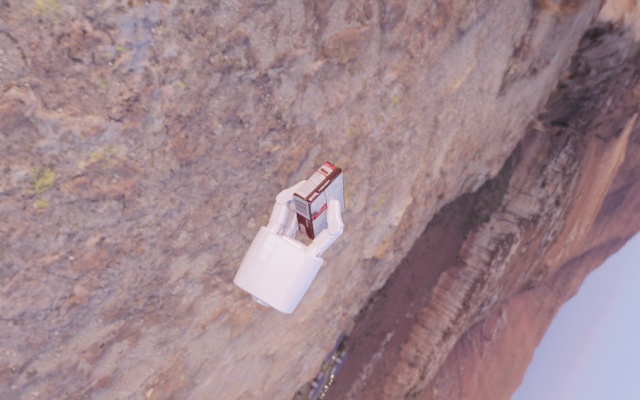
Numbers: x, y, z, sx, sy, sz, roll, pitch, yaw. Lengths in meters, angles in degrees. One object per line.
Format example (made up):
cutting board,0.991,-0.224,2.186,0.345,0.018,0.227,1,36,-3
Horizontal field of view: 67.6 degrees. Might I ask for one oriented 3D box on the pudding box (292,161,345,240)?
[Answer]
pudding box,0.000,0.003,0.809,0.039,0.090,0.114,31,-29,23
